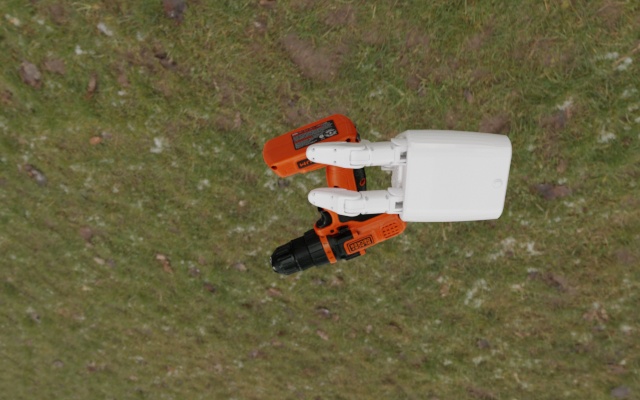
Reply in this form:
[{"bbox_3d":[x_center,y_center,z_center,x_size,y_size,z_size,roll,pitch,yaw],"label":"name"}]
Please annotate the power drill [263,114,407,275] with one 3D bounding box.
[{"bbox_3d":[0.000,0.001,0.576,0.184,0.188,0.057,-23,40,1],"label":"power drill"}]
